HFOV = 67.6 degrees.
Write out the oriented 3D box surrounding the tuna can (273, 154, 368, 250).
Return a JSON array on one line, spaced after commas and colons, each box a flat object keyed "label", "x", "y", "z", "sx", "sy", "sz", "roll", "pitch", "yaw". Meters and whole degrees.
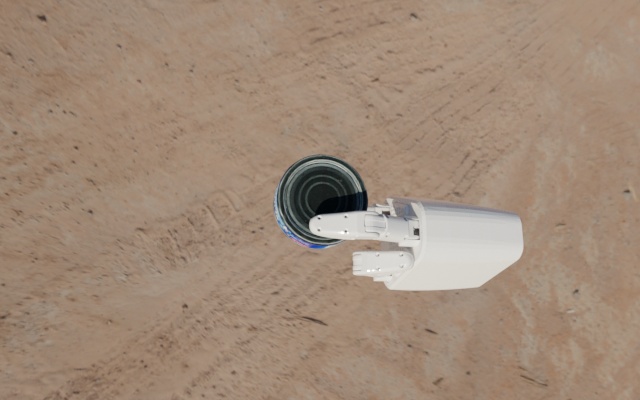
[{"label": "tuna can", "x": 0.000, "y": 0.001, "z": 0.443, "sx": 0.086, "sy": 0.086, "sz": 0.034, "roll": 0, "pitch": -10, "yaw": -11}]
